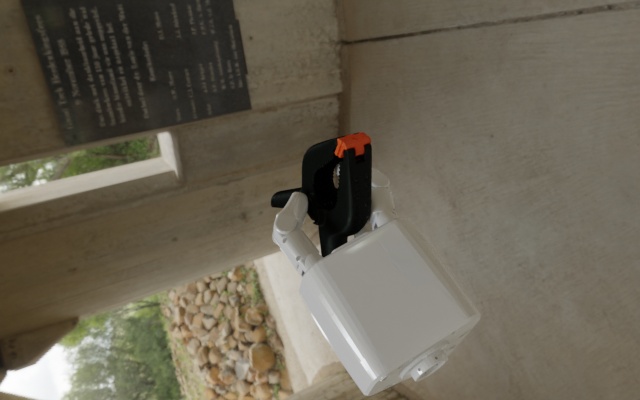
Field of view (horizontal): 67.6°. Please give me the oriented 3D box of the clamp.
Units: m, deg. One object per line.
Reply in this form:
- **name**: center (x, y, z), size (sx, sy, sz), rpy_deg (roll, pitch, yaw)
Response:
- **clamp**: center (0.000, 0.002, 0.486), size (0.036, 0.164, 0.210), rpy_deg (-19, -34, -27)
